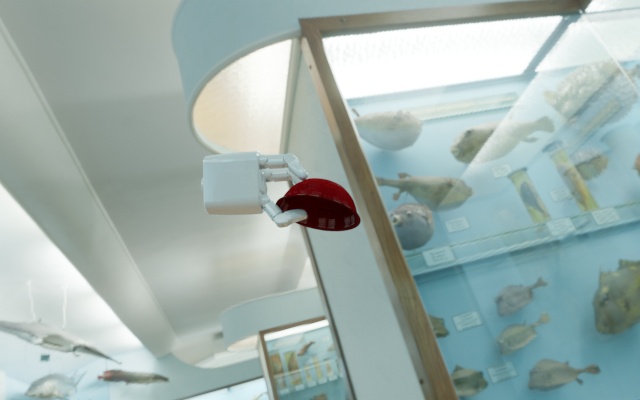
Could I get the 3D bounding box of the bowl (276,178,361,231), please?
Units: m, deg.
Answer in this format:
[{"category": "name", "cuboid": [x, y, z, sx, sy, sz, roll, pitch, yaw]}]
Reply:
[{"category": "bowl", "cuboid": [0.002, 0.003, 0.898, 0.162, 0.055, 0.162, 11, -24, 5]}]
